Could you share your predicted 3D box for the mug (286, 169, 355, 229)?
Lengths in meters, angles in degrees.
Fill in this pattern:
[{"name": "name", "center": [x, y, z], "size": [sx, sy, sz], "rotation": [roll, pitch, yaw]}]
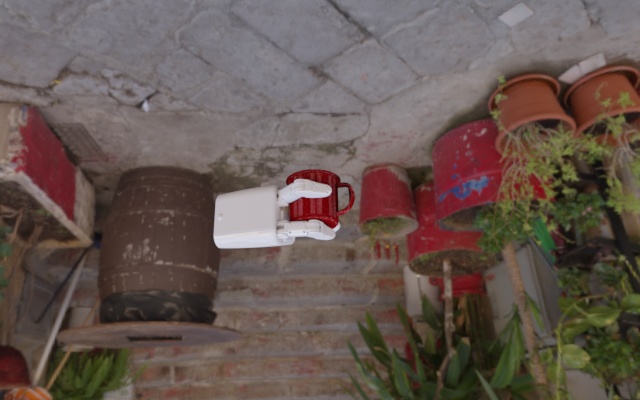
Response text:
[{"name": "mug", "center": [0.002, 0.003, 0.790], "size": [0.117, 0.081, 0.093], "rotation": [-8, -23, 15]}]
